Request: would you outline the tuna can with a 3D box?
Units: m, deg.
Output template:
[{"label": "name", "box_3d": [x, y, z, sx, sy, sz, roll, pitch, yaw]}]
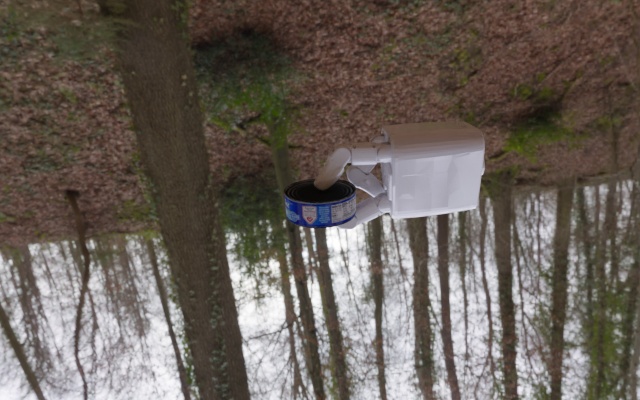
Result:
[{"label": "tuna can", "box_3d": [0.000, 0.002, 0.571, 0.086, 0.034, 0.086, -2, 21, 1]}]
